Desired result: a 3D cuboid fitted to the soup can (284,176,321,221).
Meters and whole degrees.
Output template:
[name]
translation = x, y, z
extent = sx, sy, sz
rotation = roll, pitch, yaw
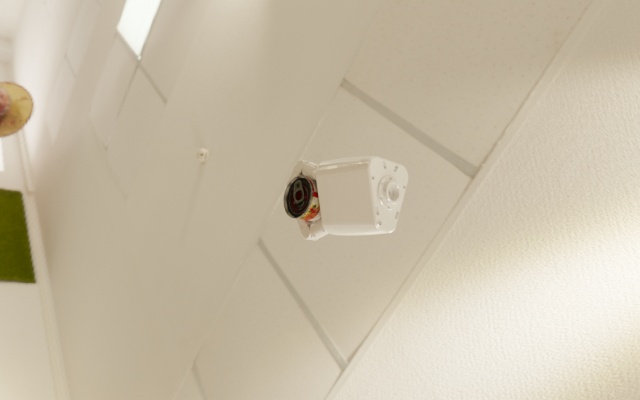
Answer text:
[soup can]
translation = 0.000, 0.003, 0.780
extent = 0.102, 0.068, 0.068
rotation = 12, -8, -42
